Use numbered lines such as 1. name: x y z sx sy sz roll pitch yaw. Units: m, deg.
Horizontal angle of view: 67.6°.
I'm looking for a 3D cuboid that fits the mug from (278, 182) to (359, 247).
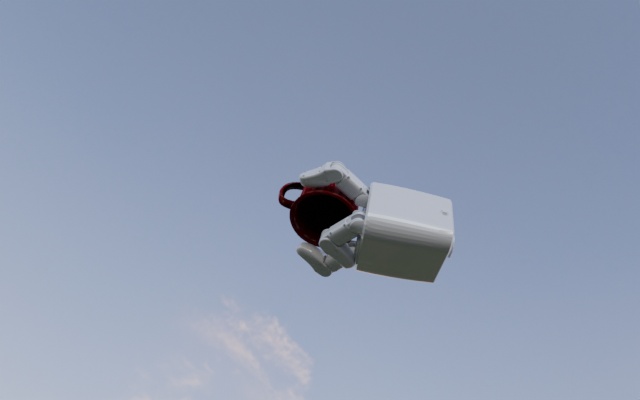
1. mug: -0.001 0.002 0.660 0.117 0.093 0.081 13 36 5
